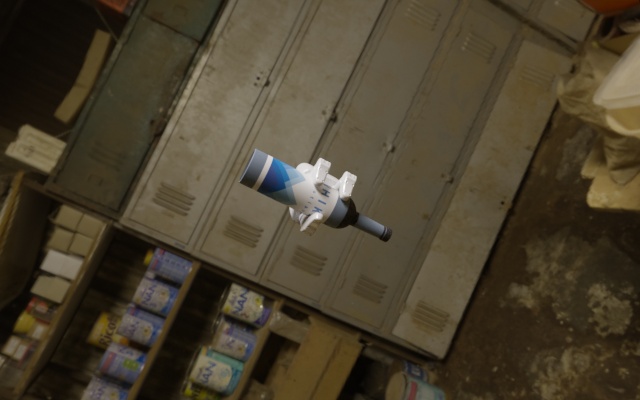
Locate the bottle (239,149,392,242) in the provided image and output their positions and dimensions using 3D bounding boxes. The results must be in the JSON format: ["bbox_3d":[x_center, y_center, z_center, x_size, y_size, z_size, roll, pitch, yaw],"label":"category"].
[{"bbox_3d":[0.000,0.003,0.867,0.296,0.069,0.069,26,-7,-13],"label":"bottle"}]
